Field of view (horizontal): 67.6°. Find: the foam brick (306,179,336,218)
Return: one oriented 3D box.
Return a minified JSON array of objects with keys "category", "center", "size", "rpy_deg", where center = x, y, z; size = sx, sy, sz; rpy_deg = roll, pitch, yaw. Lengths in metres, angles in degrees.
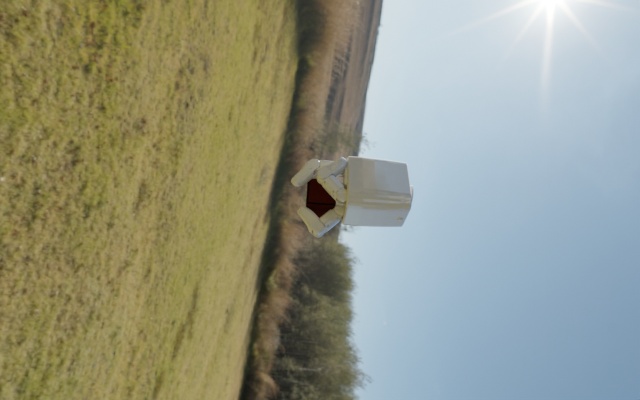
[{"category":"foam brick","center":[0.000,0.003,0.853],"size":[0.051,0.053,0.078],"rpy_deg":[3,-28,-2]}]
